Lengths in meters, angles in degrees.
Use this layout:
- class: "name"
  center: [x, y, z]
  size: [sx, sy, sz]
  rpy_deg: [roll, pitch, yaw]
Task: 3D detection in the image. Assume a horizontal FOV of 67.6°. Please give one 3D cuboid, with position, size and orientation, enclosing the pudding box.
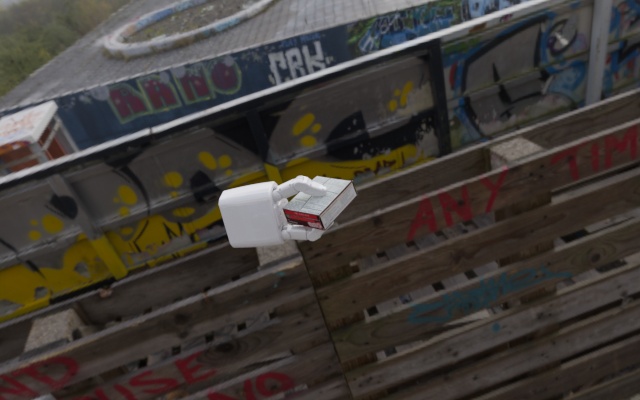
- class: "pudding box"
  center: [0.000, 0.003, 0.873]
  size: [0.090, 0.039, 0.113]
  rpy_deg: [11, 44, 39]
